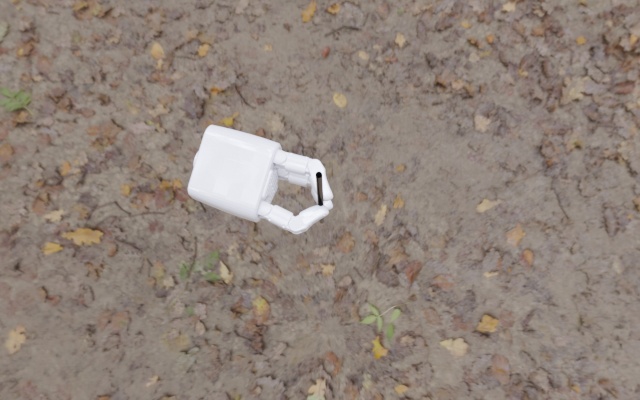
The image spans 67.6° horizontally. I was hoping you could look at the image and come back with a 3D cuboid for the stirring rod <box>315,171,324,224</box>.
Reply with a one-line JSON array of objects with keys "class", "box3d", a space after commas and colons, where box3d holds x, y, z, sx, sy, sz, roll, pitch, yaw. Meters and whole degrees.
[{"class": "stirring rod", "box3d": [0.000, 0.002, 0.661, 0.011, 0.011, 0.239, 0, -15, 1]}]
